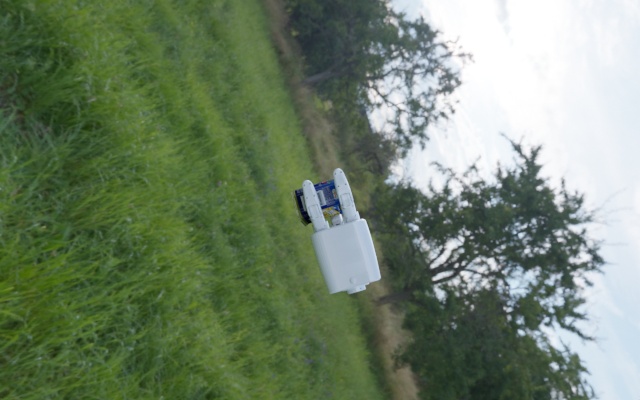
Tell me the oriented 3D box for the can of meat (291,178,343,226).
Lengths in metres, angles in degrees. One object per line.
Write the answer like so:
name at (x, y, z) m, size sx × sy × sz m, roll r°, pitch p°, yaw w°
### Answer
can of meat at (0.000, 0.003, 0.849) m, size 0.084 × 0.057 × 0.102 m, roll -17°, pitch -13°, yaw 3°
